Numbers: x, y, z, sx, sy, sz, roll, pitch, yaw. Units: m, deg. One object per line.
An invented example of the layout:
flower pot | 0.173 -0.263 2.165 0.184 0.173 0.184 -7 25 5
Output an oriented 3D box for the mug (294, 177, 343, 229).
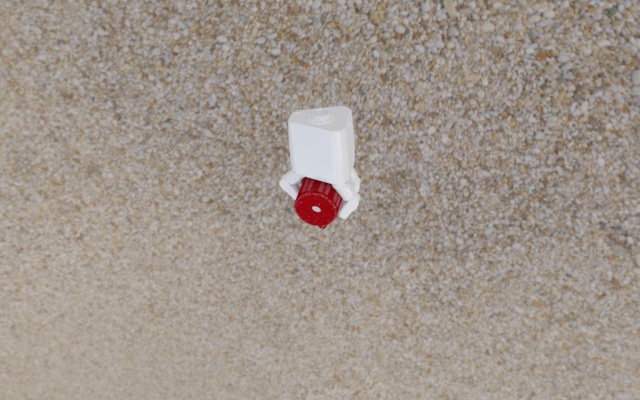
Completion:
mug | 0.000 0.004 0.898 0.093 0.117 0.081 4 39 13
